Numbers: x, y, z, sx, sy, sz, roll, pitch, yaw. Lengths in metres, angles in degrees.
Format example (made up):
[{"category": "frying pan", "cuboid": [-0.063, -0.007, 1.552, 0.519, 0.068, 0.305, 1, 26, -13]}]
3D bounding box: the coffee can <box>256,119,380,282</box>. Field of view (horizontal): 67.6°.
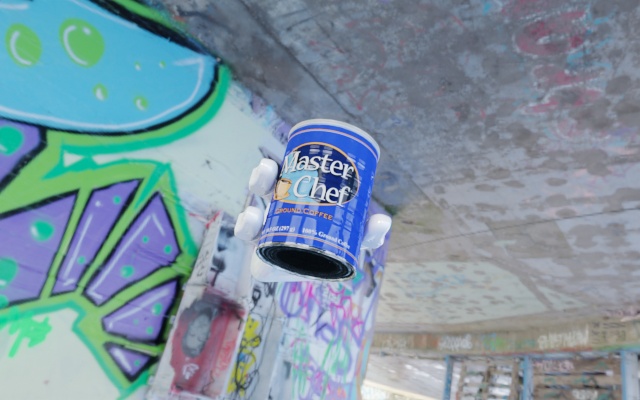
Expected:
[{"category": "coffee can", "cuboid": [0.000, 0.001, 0.499, 0.103, 0.140, 0.103, 11, -24, 5]}]
